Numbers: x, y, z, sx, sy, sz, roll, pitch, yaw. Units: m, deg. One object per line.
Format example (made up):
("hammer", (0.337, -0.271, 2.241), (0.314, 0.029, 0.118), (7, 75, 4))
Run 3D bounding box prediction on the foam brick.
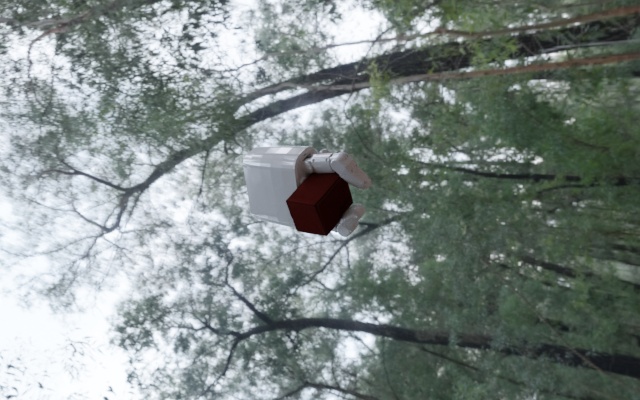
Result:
("foam brick", (0.000, 0.002, 0.641), (0.051, 0.053, 0.078), (7, 39, 34))
